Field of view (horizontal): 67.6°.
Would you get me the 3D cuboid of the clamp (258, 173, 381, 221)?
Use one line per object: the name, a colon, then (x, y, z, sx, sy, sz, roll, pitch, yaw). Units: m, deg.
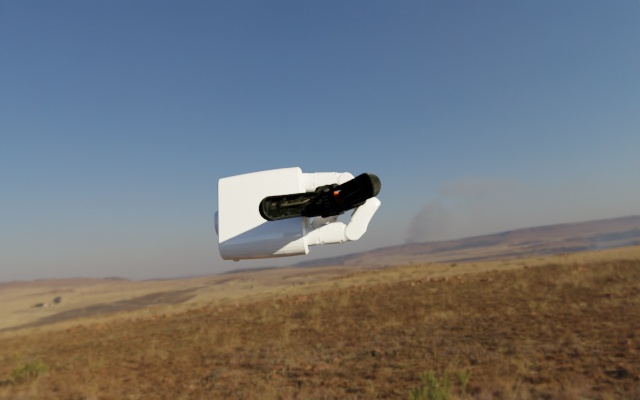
clamp: (0.000, 0.001, 0.524, 0.120, 0.039, 0.171, -7, -7, 1)
